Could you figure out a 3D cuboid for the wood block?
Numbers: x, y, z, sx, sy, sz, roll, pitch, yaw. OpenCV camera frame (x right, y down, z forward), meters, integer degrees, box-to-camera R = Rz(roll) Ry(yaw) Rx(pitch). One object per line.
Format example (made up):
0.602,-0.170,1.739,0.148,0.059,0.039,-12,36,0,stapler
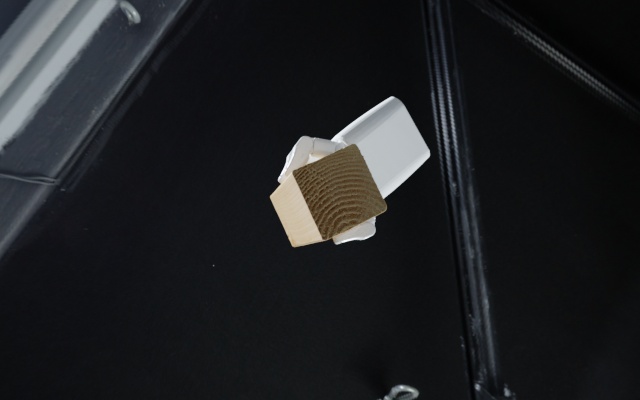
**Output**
0.001,0.002,0.652,0.090,0.091,0.206,-25,-2,-15,wood block
